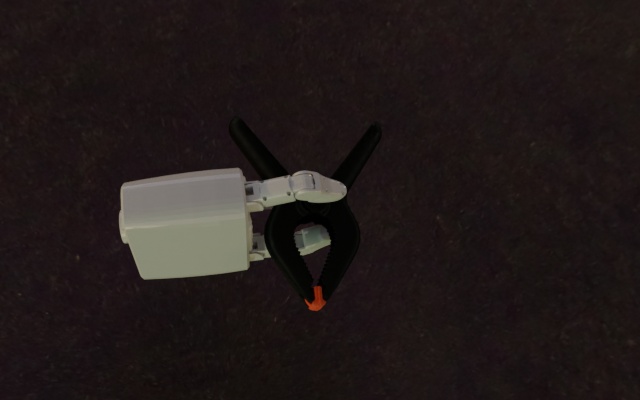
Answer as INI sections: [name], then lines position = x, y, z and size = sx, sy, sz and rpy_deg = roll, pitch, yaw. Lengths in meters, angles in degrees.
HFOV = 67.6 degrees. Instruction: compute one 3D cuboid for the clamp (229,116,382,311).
[clamp]
position = 0.000, 0.002, 0.483
size = 0.164, 0.210, 0.036
rpy_deg = -7, -21, -11
